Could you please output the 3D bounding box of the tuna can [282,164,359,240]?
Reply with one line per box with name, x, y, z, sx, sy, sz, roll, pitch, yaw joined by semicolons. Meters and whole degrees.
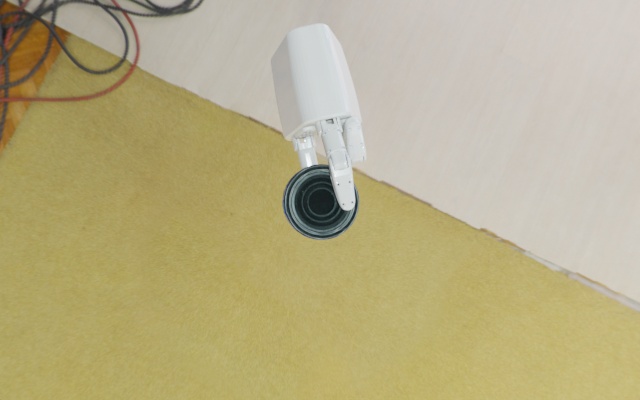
tuna can;0.000;0.002;0.542;0.086;0.086;0.034;0;0;-6
